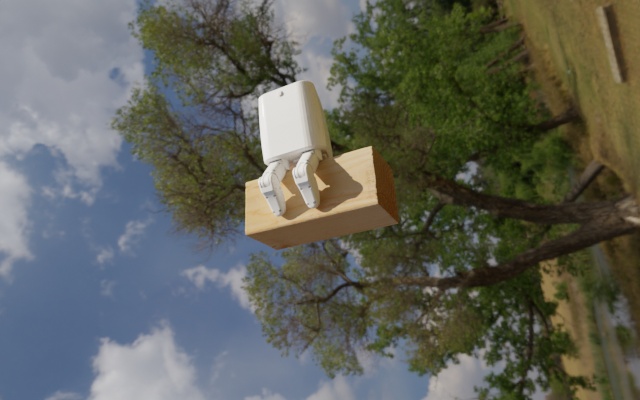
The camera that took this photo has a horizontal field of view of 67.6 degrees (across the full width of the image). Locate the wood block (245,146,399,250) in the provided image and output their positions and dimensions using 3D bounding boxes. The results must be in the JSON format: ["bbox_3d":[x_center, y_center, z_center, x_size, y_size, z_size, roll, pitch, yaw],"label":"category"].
[{"bbox_3d":[0.000,0.002,0.705,0.206,0.090,0.091,-14,-25,24],"label":"wood block"}]
